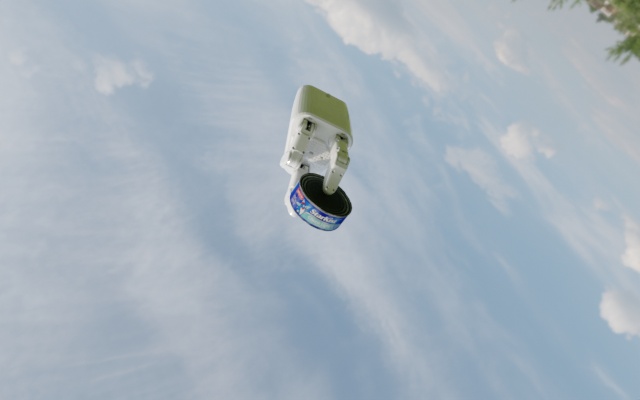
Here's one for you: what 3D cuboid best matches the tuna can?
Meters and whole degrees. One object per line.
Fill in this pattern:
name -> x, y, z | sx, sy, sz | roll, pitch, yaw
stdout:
tuna can -> 0.000, 0.003, 0.671 | 0.086, 0.086, 0.034 | 0, -44, -46
